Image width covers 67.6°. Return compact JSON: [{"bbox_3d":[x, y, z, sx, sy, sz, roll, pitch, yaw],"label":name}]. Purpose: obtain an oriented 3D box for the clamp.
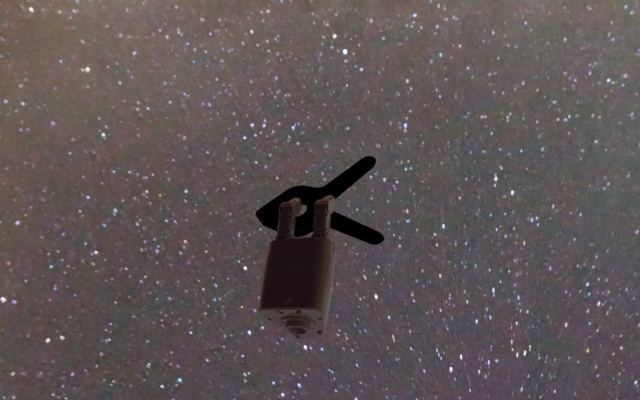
[{"bbox_3d":[0.000,0.003,0.766,0.210,0.164,0.036,-5,-38,16],"label":"clamp"}]
